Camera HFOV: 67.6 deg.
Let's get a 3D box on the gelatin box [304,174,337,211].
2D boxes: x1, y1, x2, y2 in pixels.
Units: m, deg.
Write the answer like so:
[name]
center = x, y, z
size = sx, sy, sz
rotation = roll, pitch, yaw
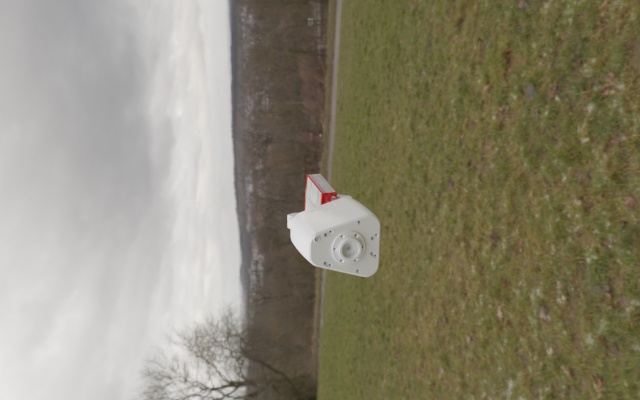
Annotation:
[gelatin box]
center = 0.000, 0.003, 0.835
size = 0.030, 0.073, 0.089
rotation = -5, 26, -19
